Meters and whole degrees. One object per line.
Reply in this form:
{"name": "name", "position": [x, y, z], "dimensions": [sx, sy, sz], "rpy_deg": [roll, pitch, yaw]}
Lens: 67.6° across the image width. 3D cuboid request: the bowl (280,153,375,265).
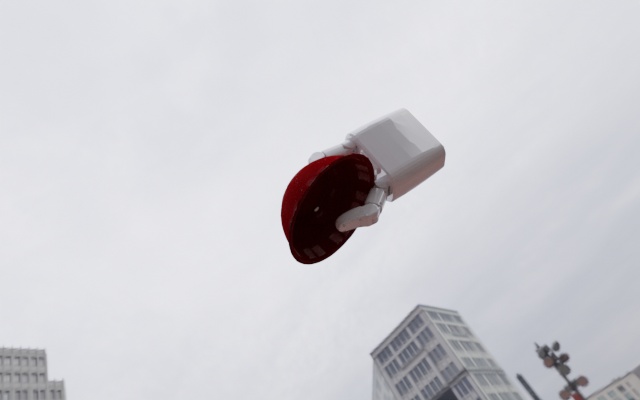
{"name": "bowl", "position": [-0.001, 0.002, 0.626], "dimensions": [0.055, 0.162, 0.162], "rpy_deg": [32, 18, 31]}
